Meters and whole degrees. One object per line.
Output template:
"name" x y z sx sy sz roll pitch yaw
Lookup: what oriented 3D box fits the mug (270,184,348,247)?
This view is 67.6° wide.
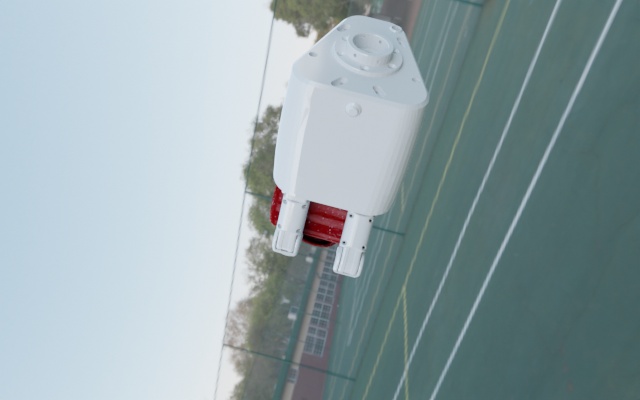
"mug" 0.000 0.002 0.455 0.081 0.093 0.117 15 -42 1
